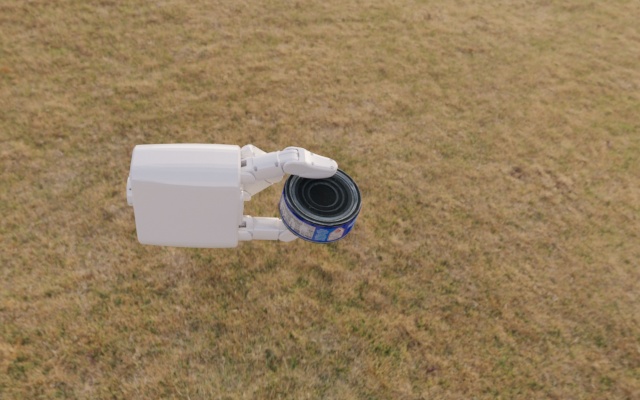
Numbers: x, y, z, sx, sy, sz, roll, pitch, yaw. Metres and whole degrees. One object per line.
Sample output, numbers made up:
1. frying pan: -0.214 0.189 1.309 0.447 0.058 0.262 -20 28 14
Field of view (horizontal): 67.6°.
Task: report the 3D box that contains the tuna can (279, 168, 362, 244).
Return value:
1. tuna can: 0.000 0.001 0.510 0.086 0.086 0.034 0 -37 -16
